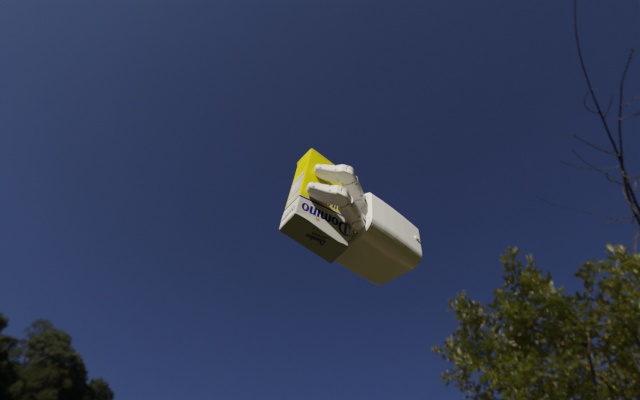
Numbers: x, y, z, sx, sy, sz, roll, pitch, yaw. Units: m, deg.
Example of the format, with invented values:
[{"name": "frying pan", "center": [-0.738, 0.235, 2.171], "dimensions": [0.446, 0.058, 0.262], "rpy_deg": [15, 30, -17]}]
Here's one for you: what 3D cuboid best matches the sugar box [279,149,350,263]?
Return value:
[{"name": "sugar box", "center": [0.001, 0.002, 0.710], "dimensions": [0.093, 0.048, 0.176], "rpy_deg": [34, 30, -17]}]
